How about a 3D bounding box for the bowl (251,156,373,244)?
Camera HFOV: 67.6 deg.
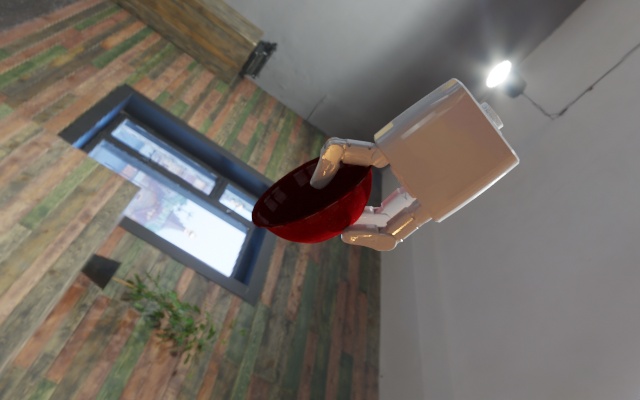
[{"bbox_3d":[-0.001,0.003,0.569,0.162,0.055,0.162,-24,23,11],"label":"bowl"}]
